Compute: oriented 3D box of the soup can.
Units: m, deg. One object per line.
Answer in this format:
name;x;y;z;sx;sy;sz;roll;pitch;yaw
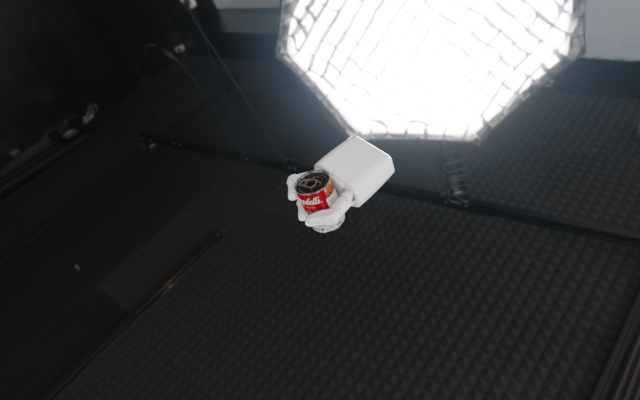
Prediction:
soup can;0.000;0.003;0.883;0.068;0.102;0.068;-14;39;12
